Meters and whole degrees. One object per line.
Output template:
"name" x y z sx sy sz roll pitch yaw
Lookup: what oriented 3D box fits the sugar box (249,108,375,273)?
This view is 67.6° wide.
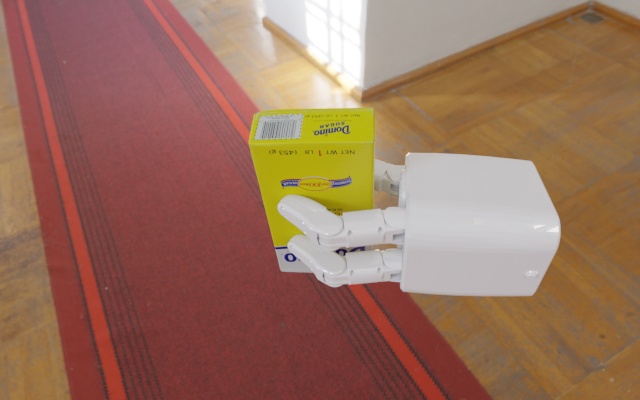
"sugar box" 0.000 0.002 0.414 0.093 0.048 0.176 0 -42 6
